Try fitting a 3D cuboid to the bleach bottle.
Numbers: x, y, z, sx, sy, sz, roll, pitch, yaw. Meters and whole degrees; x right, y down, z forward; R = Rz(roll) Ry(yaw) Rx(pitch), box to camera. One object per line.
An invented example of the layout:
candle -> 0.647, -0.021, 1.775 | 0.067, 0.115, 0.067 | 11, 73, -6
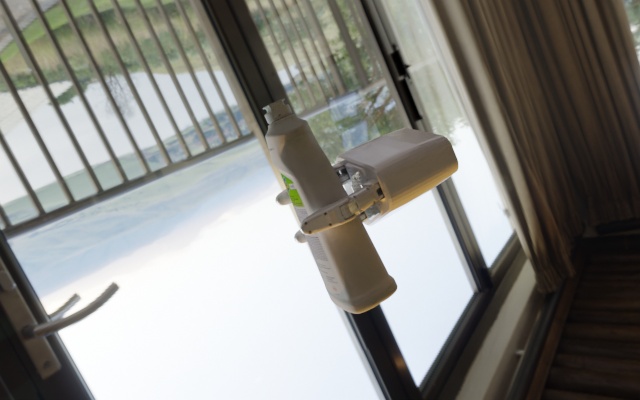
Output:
bleach bottle -> 0.000, 0.002, 0.557 | 0.068, 0.251, 0.102 | -27, 9, -18
